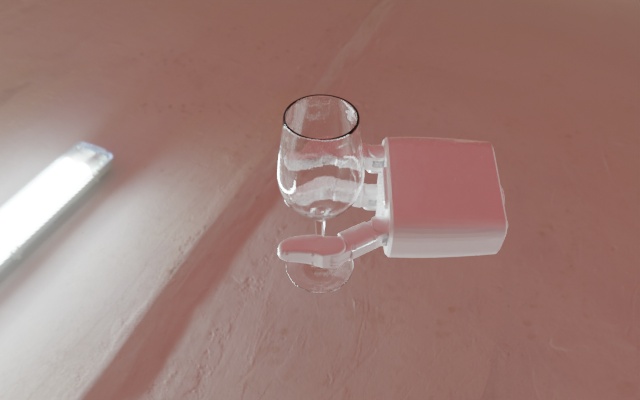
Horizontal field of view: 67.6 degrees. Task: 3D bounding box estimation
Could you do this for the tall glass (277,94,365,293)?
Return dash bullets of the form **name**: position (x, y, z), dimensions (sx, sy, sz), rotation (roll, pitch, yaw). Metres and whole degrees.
- **tall glass**: position (0.000, 0.002, 0.452), dimensions (0.079, 0.079, 0.201), rotation (0, -44, 0)
